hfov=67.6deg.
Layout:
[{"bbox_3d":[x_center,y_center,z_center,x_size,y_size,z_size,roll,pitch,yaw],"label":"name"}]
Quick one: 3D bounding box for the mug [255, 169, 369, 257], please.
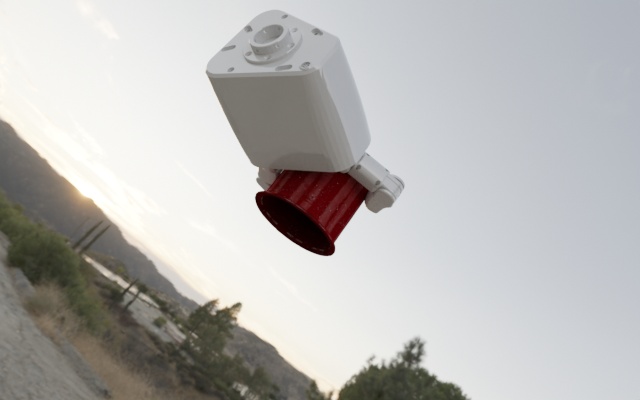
[{"bbox_3d":[0.001,0.002,0.477,0.093,0.081,0.117,22,-27,31],"label":"mug"}]
